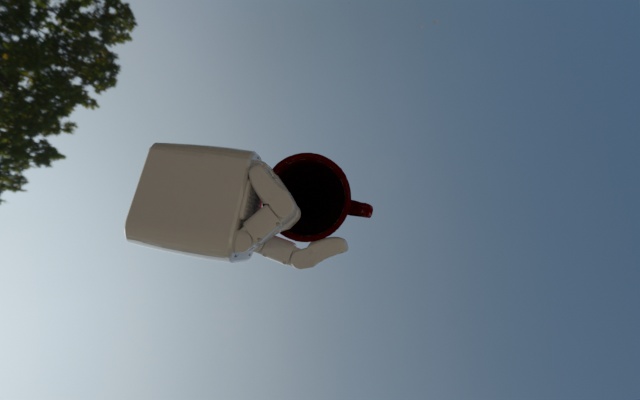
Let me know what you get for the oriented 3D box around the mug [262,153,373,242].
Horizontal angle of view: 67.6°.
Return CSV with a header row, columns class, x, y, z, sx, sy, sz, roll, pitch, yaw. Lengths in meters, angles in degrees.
class,x,y,z,sx,sy,sz,roll,pitch,yaw
mug,0.002,0.002,0.530,0.117,0.093,0.081,8,-5,5
